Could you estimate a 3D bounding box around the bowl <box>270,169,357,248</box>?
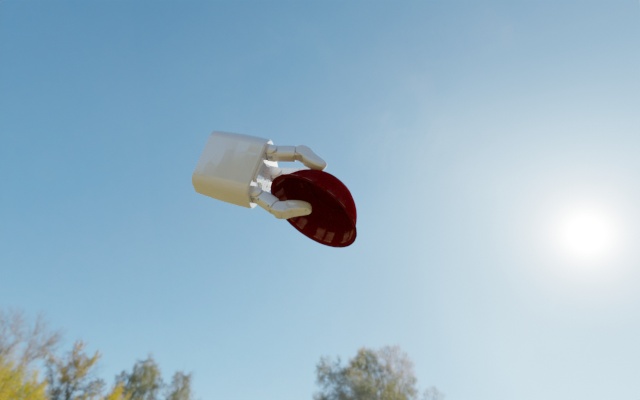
[{"bbox_3d":[0.001,0.003,0.770,0.162,0.162,0.055,0,43,46],"label":"bowl"}]
